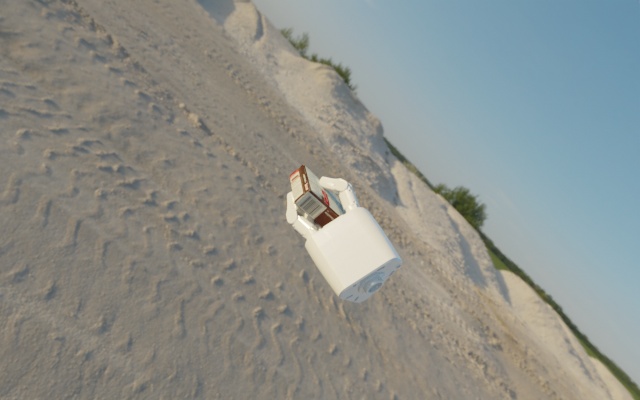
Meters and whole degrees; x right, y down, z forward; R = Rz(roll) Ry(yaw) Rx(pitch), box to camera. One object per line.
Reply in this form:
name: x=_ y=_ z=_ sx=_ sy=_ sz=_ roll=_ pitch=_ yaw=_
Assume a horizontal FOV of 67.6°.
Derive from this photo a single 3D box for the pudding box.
pudding box: x=0.000 y=0.003 z=0.815 sx=0.113 sy=0.039 sz=0.090 roll=43 pitch=16 yaw=-29
